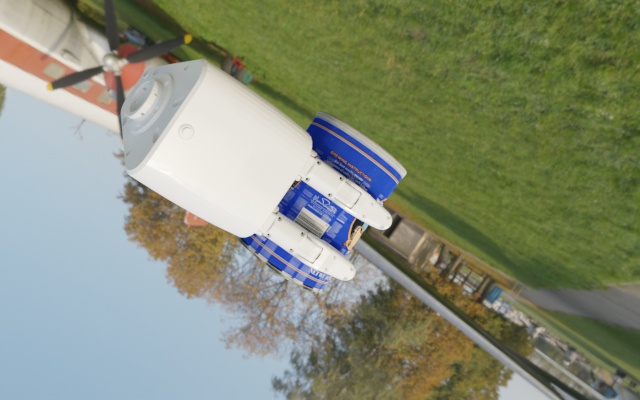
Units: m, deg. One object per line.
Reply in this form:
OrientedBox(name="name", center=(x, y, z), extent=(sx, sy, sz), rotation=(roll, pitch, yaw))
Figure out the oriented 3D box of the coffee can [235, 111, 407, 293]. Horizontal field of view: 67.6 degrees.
OrientedBox(name="coffee can", center=(0.000, 0.001, 0.458), extent=(0.103, 0.140, 0.103), rotation=(35, 1, -1))
